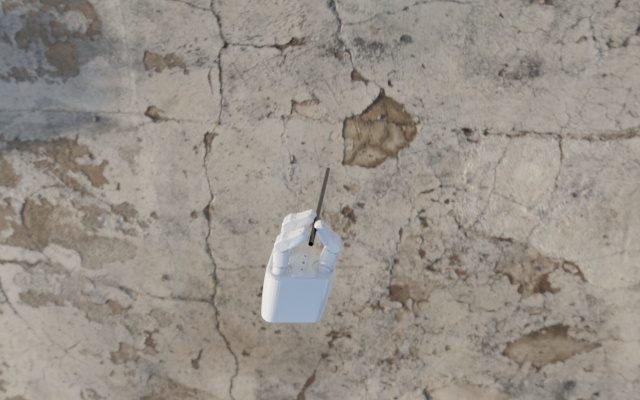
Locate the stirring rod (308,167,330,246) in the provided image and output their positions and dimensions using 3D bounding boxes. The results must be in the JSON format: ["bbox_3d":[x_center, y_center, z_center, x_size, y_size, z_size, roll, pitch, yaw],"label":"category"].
[{"bbox_3d":[0.000,0.003,0.815,0.011,0.011,0.239,0,31,8],"label":"stirring rod"}]
